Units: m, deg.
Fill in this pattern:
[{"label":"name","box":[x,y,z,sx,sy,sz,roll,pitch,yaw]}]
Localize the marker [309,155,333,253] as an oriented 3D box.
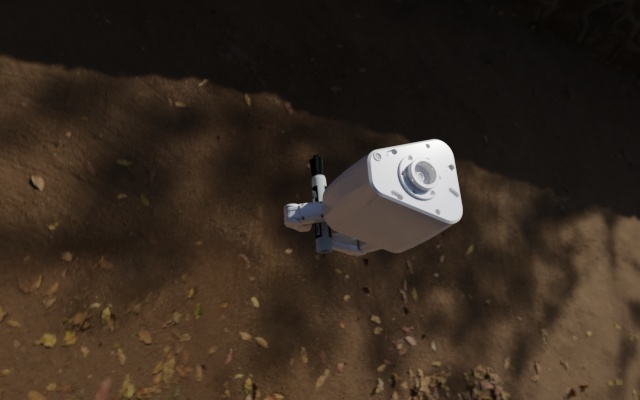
[{"label":"marker","box":[0.000,0.002,0.568,0.020,0.121,0.020,-4,-19,-1]}]
